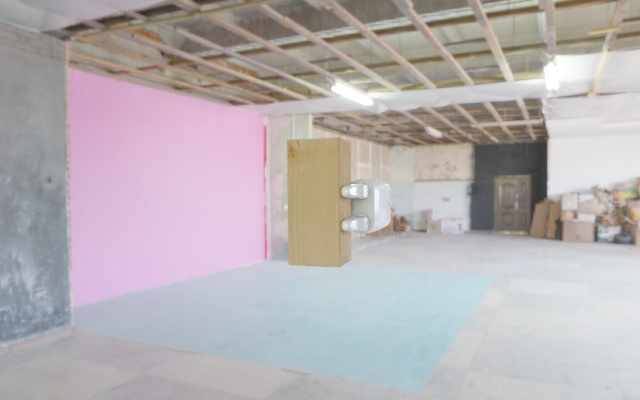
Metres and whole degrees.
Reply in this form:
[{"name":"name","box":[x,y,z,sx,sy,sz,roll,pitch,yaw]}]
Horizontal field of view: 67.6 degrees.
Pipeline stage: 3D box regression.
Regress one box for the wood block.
[{"name":"wood block","box":[0.000,0.002,0.806,0.091,0.206,0.090,0,2,17]}]
